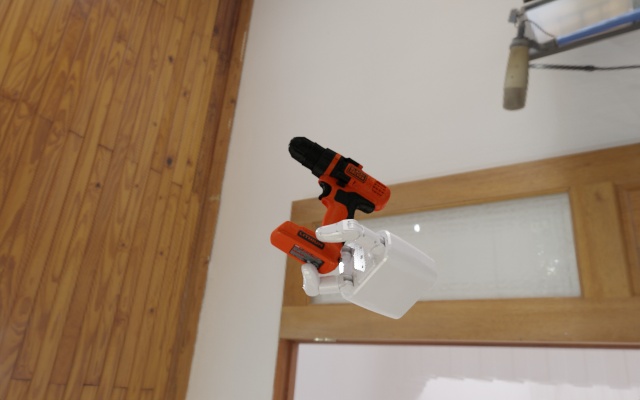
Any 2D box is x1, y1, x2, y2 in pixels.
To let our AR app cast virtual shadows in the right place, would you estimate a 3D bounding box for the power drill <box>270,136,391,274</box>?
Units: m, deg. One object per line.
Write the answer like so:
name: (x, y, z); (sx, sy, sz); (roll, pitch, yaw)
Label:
power drill: (0.000, 0.003, 0.729); (0.184, 0.187, 0.057); (31, -32, 0)
